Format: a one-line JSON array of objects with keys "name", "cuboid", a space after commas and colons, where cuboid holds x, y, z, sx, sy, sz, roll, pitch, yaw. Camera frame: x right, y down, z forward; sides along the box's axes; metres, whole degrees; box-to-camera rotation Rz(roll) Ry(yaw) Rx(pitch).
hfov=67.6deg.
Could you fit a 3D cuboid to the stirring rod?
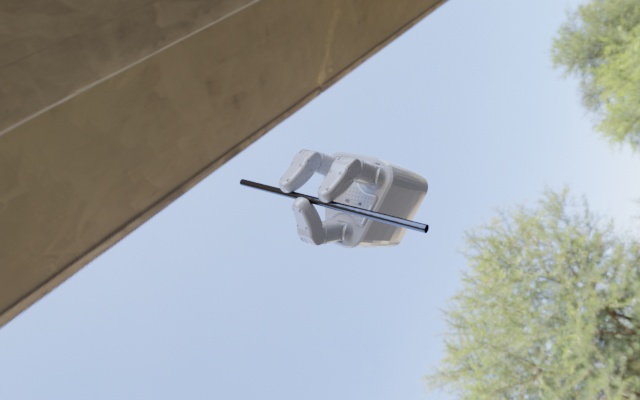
[{"name": "stirring rod", "cuboid": [0.000, 0.002, 0.488, 0.239, 0.011, 0.011, 14, 9, 38]}]
